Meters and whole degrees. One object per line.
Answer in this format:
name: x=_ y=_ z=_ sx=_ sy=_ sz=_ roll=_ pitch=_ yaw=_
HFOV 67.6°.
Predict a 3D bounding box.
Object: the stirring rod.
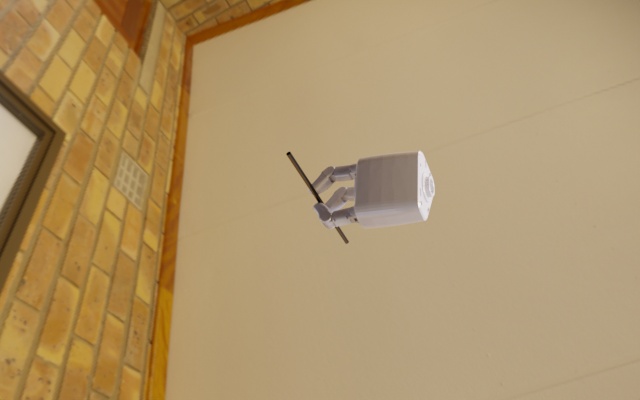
stirring rod: x=0.000 y=0.003 z=0.821 sx=0.011 sy=0.011 sz=0.240 roll=0 pitch=-39 yaw=32
